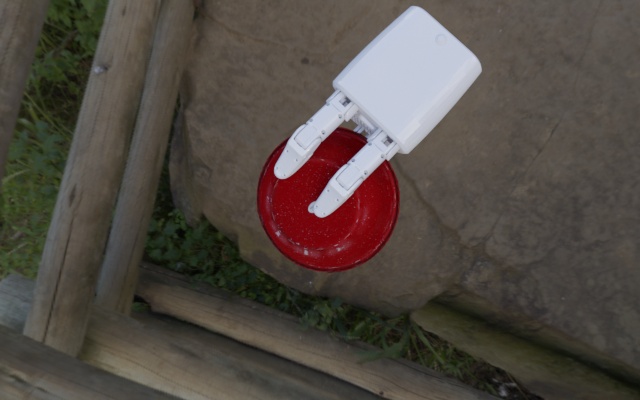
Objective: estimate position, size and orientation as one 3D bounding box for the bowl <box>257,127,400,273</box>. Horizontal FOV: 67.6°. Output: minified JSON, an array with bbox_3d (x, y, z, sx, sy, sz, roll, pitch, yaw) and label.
[{"bbox_3d":[-0.001,0.003,0.500,0.162,0.162,0.055,0,5,14],"label":"bowl"}]
